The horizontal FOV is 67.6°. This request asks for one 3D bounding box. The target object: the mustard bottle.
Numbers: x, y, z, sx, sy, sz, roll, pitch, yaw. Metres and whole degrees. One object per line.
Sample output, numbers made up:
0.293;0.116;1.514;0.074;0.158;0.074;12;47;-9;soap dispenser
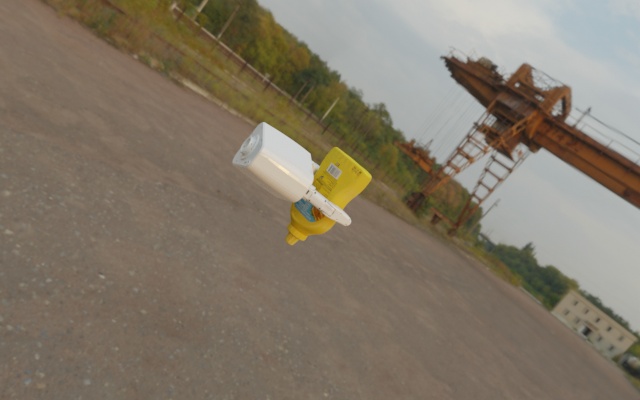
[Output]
0.001;0.003;0.863;0.096;0.191;0.058;45;10;38;mustard bottle
